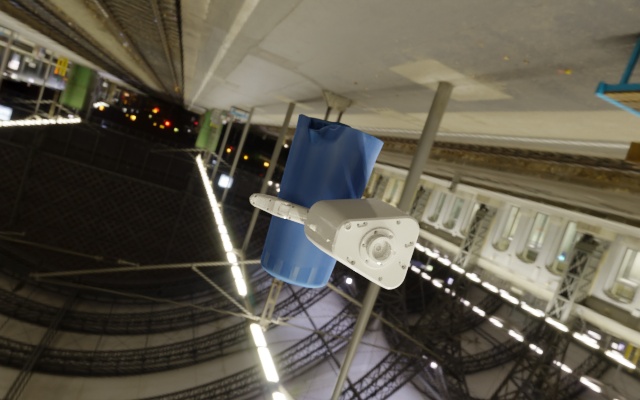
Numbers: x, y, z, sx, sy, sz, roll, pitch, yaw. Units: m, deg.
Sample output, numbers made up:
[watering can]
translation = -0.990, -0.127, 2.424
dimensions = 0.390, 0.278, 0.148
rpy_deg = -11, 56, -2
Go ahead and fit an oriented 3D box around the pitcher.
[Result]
[pitcher]
translation = 0.000, 0.002, 0.730
dimensions = 0.149, 0.243, 0.145
rpy_deg = 17, 4, -21
